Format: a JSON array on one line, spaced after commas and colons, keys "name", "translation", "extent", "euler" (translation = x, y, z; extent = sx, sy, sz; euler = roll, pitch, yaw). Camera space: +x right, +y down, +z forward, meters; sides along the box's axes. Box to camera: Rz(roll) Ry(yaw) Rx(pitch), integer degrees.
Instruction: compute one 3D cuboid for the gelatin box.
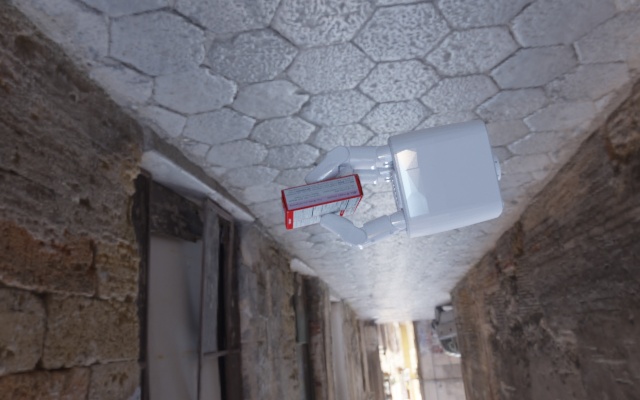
[{"name": "gelatin box", "translation": [0.000, 0.002, 0.550], "extent": [0.089, 0.030, 0.073], "euler": [-13, -17, -8]}]
